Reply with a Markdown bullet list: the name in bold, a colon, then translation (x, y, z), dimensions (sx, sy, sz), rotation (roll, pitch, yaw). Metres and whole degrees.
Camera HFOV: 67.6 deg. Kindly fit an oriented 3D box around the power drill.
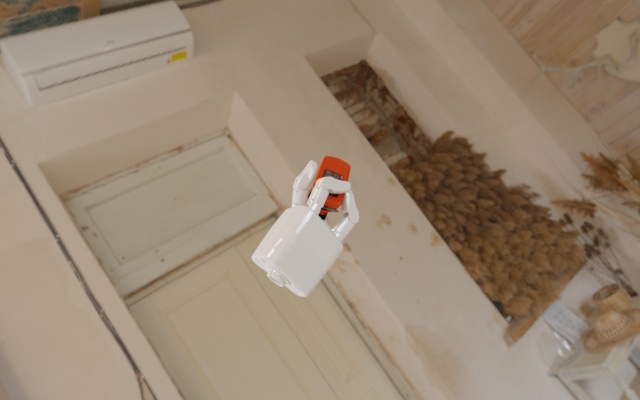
- **power drill**: translation (0.000, 0.003, 0.898), dimensions (0.057, 0.184, 0.188), rotation (18, -37, -4)
